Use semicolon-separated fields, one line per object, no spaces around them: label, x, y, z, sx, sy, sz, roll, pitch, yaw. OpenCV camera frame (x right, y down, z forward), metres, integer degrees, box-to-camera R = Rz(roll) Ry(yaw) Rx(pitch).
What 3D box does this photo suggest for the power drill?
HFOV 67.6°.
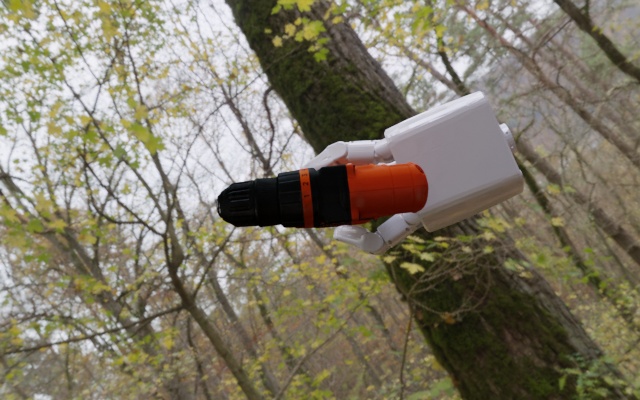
power drill;0.000;0.002;0.486;0.184;0.057;0.187;-4;-2;-2
